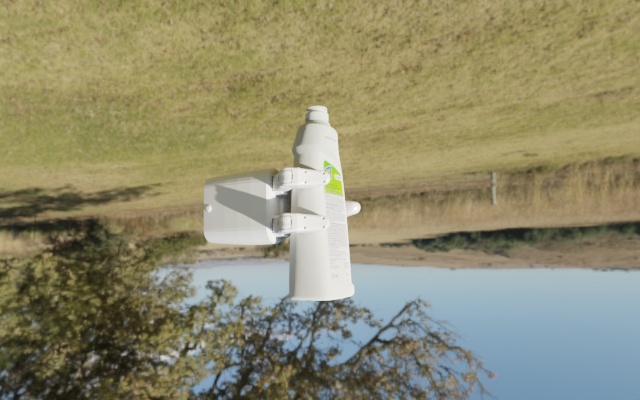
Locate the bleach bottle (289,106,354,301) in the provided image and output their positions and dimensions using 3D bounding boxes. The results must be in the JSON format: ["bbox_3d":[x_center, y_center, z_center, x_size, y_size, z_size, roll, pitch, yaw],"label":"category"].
[{"bbox_3d":[0.000,0.002,0.634,0.068,0.251,0.102,-4,-8,24],"label":"bleach bottle"}]
